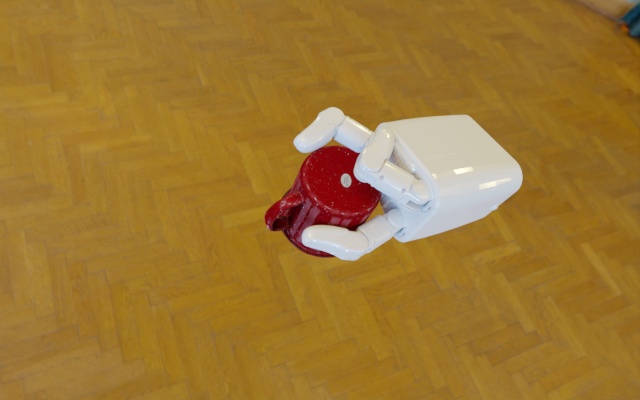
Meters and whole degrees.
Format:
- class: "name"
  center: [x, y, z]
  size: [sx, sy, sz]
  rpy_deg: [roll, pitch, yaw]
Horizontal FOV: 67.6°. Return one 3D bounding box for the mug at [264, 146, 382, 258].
- class: "mug"
  center: [-0.001, 0.002, 0.473]
  size: [0.117, 0.093, 0.081]
  rpy_deg: [-13, -25, -24]
